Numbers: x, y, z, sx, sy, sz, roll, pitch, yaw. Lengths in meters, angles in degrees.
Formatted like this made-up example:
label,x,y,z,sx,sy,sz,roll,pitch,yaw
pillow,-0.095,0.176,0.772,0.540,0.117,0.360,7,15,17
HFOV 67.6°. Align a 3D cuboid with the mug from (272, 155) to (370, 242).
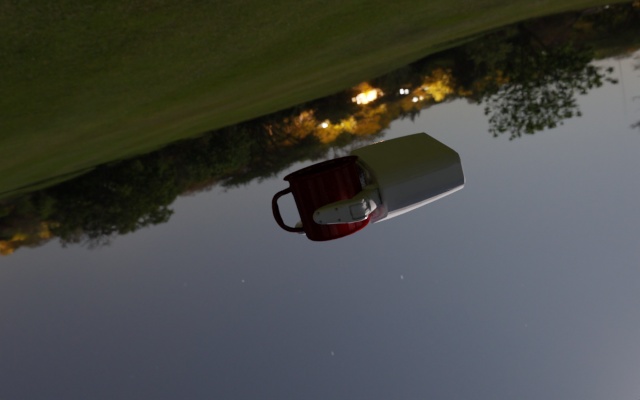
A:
label,x,y,z,sx,sy,sz,roll,pitch,yaw
mug,-0.001,0.003,0.572,0.117,0.081,0.093,-18,11,-8
